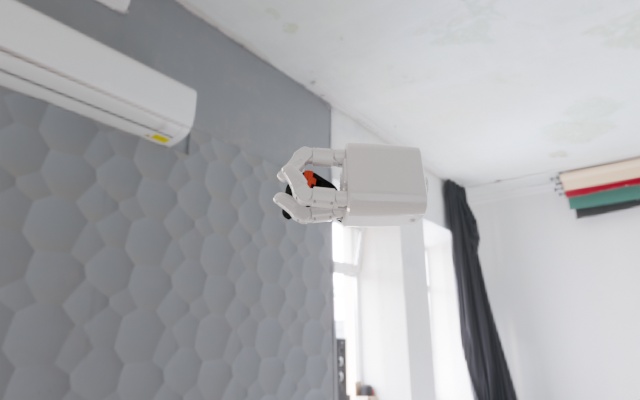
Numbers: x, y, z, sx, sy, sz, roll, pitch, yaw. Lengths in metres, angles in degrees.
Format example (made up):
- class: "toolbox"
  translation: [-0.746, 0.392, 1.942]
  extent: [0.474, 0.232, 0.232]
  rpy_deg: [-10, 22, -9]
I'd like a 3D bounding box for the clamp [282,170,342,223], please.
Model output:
- class: "clamp"
  translation: [0.000, 0.002, 0.725]
  extent: [0.120, 0.039, 0.171]
  rpy_deg: [3, -17, -2]
